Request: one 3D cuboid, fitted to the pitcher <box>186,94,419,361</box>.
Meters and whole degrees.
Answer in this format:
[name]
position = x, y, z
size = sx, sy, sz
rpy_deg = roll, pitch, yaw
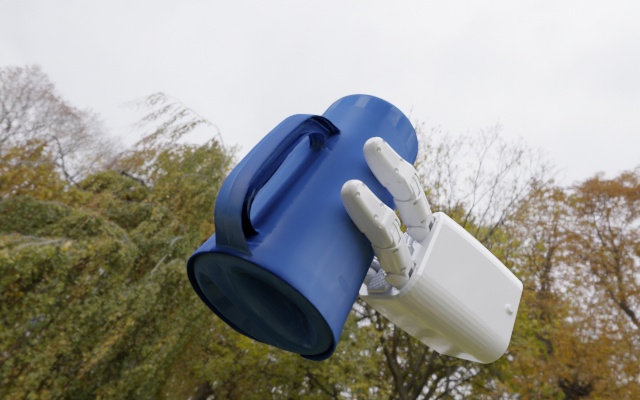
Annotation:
[pitcher]
position = 0.000, 0.002, 0.429
size = 0.145, 0.242, 0.149
rpy_deg = 38, -37, -6
